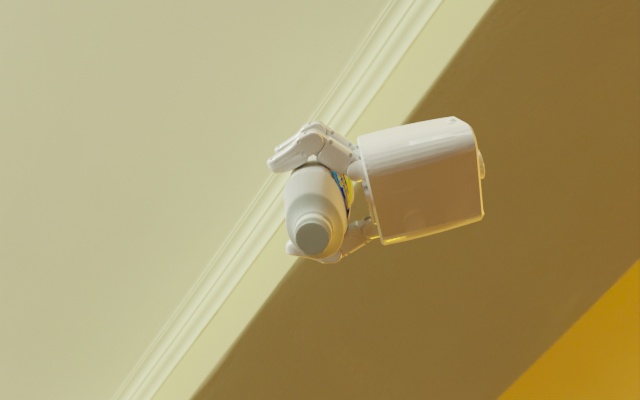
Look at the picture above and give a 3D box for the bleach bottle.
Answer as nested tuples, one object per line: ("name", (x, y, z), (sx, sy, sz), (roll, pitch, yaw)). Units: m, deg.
("bleach bottle", (0.000, 0.002, 0.503), (0.068, 0.102, 0.250), (-13, 16, 6))
